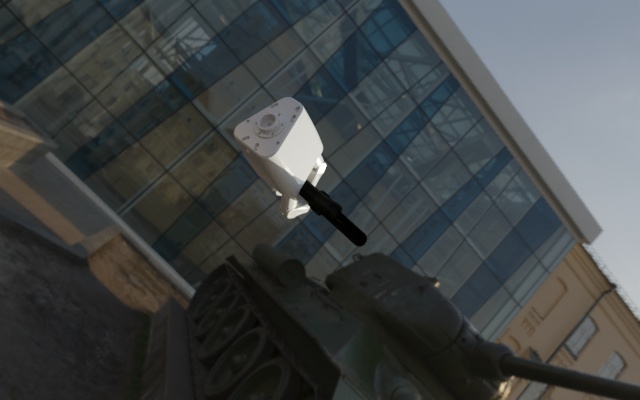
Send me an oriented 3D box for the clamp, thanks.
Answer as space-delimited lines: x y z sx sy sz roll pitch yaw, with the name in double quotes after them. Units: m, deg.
0.000 0.002 0.778 0.171 0.039 0.120 38 -12 30 "clamp"
